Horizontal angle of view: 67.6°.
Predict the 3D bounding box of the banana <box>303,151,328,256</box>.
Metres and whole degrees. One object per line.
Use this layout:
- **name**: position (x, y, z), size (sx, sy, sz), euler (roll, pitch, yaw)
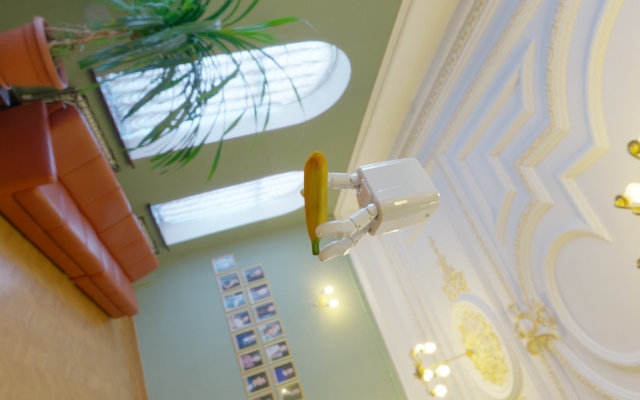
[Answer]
- **banana**: position (-0.005, -0.007, 0.734), size (0.037, 0.198, 0.069), euler (-10, 41, -10)
